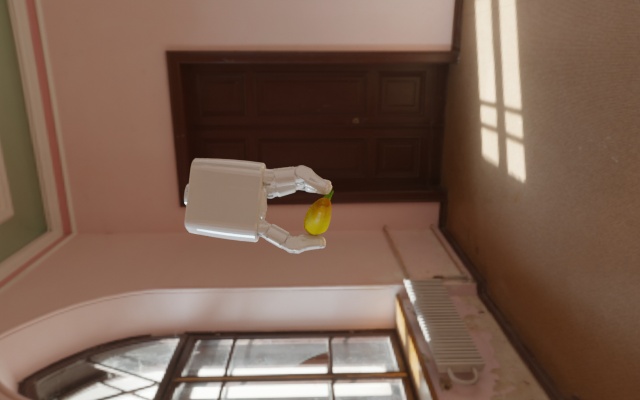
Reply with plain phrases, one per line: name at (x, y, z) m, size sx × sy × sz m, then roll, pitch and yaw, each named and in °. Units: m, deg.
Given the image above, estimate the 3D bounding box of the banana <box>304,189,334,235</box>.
banana at (-0.004, 0.020, 0.719) m, size 0.037 × 0.069 × 0.198 m, roll 13°, pitch 6°, yaw 0°
